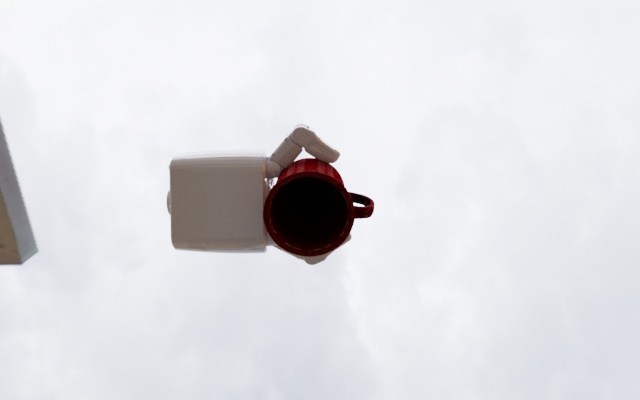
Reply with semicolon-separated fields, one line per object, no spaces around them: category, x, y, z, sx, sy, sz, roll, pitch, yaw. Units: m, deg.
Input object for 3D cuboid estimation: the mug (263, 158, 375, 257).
mug;0.002;0.002;0.518;0.117;0.093;0.081;1;20;-1
